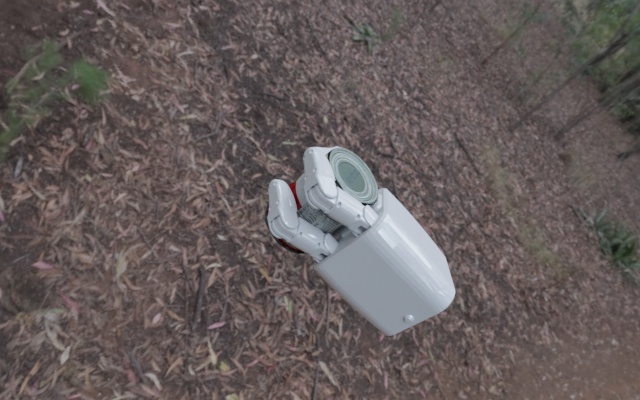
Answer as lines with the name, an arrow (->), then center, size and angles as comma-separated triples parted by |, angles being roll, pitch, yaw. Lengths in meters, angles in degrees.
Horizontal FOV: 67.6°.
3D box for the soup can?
soup can -> 0.000, 0.001, 0.486 | 0.068, 0.068, 0.102 | 0, -31, -49
